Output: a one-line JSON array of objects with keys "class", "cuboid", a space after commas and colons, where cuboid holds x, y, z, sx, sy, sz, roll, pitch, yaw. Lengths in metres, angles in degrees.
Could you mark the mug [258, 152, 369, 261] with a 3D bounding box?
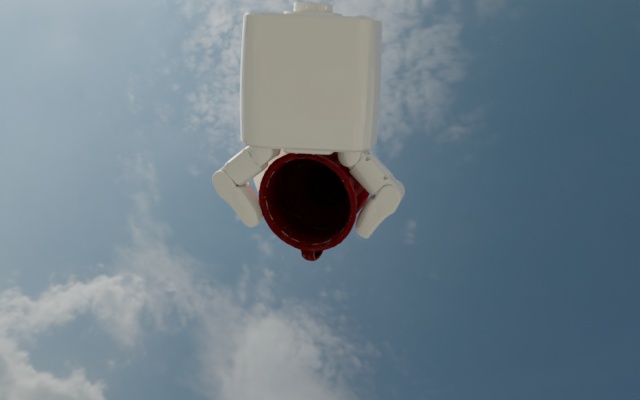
[{"class": "mug", "cuboid": [0.000, 0.003, 0.461, 0.093, 0.117, 0.081, 9, 21, 18]}]
